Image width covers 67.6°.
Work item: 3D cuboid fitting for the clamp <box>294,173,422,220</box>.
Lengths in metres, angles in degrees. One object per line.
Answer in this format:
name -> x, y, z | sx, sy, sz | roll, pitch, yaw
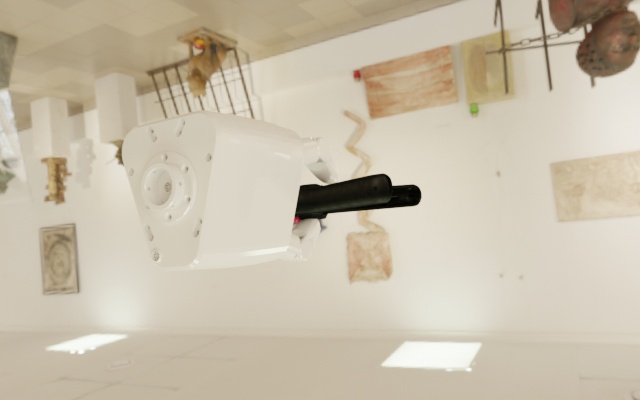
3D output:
clamp -> 0.000, 0.003, 0.501 | 0.210, 0.036, 0.164 | -7, -5, 27
